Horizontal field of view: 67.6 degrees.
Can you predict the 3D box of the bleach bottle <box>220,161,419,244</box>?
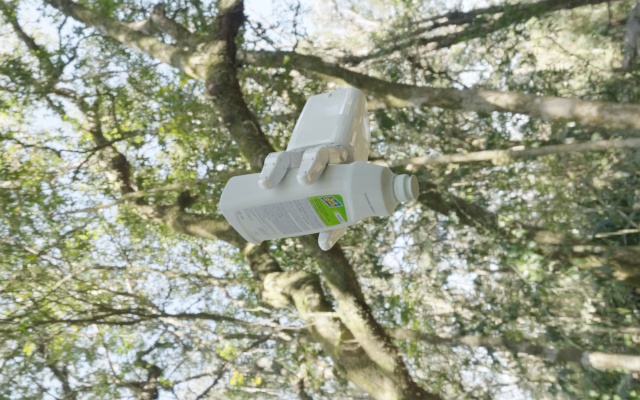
[{"bbox_3d":[0.000,0.002,0.597,0.251,0.068,0.103,-6,-40,29],"label":"bleach bottle"}]
